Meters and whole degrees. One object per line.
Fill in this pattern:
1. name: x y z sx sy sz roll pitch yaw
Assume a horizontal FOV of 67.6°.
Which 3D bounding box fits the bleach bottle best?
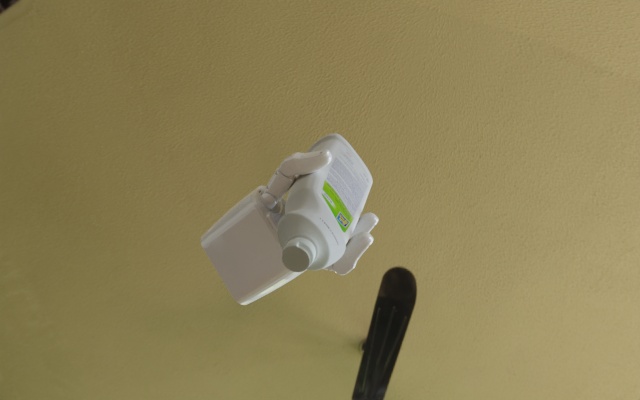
1. bleach bottle: 0.000 0.002 0.563 0.068 0.102 0.250 -36 10 25
